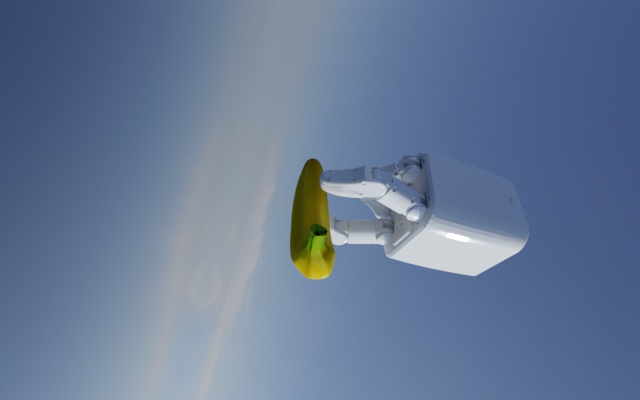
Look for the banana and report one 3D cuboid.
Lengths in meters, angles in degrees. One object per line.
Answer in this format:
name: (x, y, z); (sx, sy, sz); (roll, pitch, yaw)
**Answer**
banana: (-0.005, 0.019, 0.439); (0.037, 0.070, 0.197); (15, 19, -10)
